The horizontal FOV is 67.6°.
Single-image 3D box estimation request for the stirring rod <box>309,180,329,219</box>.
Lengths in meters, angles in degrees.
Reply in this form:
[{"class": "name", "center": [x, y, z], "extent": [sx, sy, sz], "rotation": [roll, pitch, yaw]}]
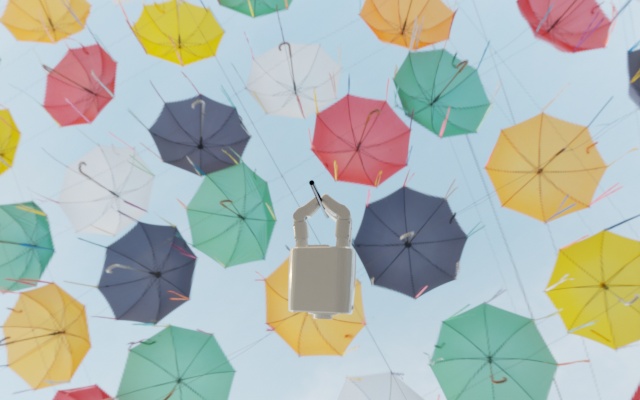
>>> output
[{"class": "stirring rod", "center": [0.000, 0.003, 0.806], "extent": [0.011, 0.011, 0.239], "rotation": [0, -14, 6]}]
